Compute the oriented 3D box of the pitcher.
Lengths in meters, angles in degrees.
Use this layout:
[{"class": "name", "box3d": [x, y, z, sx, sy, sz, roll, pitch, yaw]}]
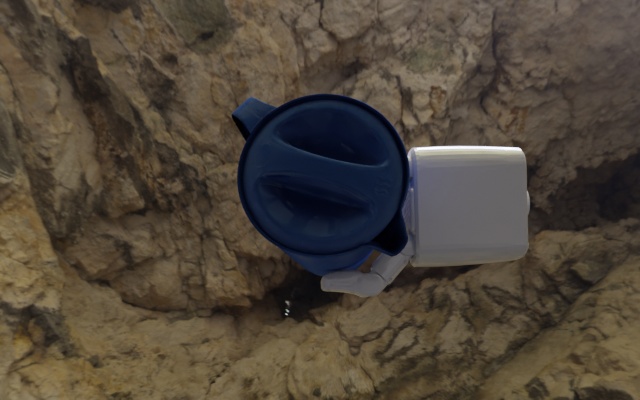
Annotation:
[{"class": "pitcher", "box3d": [0.000, 0.002, 0.477, 0.145, 0.149, 0.243, -3, -16, 2]}]
